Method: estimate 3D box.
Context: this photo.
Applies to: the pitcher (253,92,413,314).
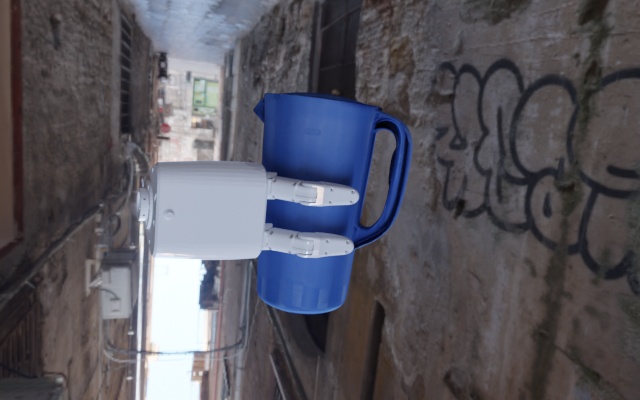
[{"bbox_3d":[0.000,0.002,0.550,0.145,0.243,0.149,1,11,-28],"label":"pitcher"}]
